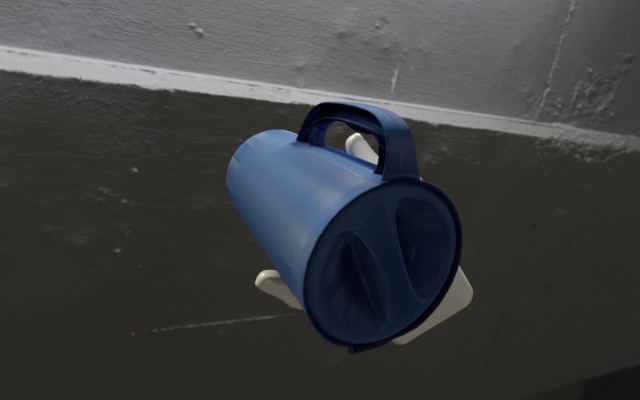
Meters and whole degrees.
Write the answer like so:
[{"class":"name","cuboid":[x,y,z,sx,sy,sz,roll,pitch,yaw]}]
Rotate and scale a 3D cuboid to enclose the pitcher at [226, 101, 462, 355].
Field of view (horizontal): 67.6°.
[{"class":"pitcher","cuboid":[0.000,0.002,0.428,0.145,0.149,0.242,48,-6,-33]}]
